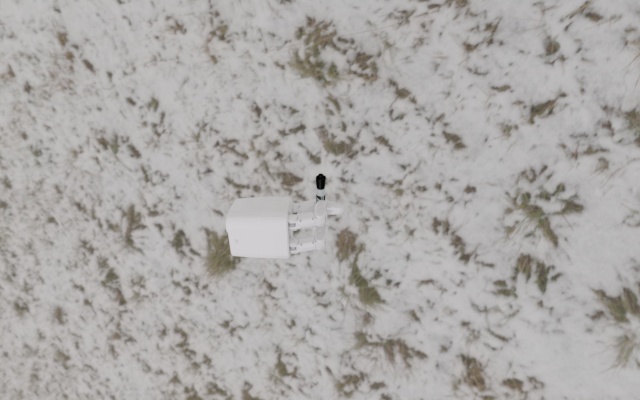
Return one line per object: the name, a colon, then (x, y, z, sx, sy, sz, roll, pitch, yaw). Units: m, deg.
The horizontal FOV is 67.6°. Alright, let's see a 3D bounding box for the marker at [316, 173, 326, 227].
marker: (0.000, 0.003, 0.890, 0.020, 0.121, 0.020, 0, 35, 0)
